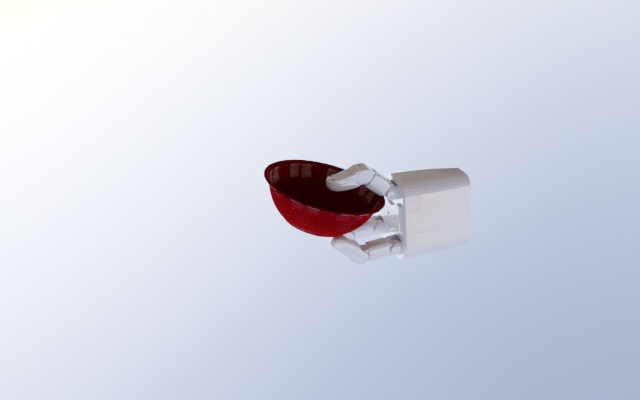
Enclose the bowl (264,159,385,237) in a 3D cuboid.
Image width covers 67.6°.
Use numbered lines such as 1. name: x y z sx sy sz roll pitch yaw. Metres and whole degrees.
1. bowl: -0.001 0.002 0.627 0.162 0.055 0.162 13 24 -6
